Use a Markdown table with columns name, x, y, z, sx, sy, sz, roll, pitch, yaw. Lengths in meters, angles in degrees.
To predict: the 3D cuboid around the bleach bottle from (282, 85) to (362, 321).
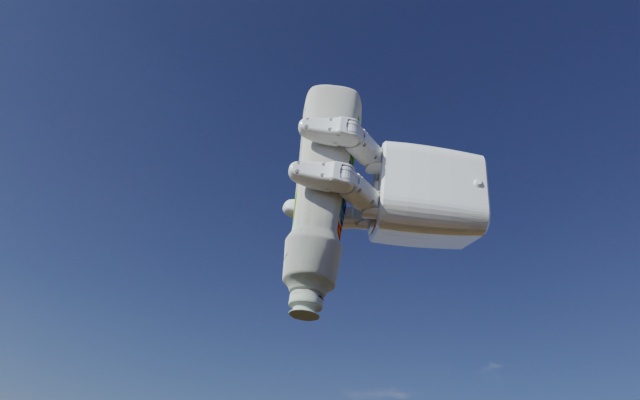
| name | x | y | z | sx | sy | sz | roll | pitch | yaw |
| --- | --- | --- | --- | --- | --- | --- | --- | --- | --- |
| bleach bottle | 0.000 | 0.002 | 0.495 | 0.068 | 0.250 | 0.103 | 6 | -32 | 3 |
